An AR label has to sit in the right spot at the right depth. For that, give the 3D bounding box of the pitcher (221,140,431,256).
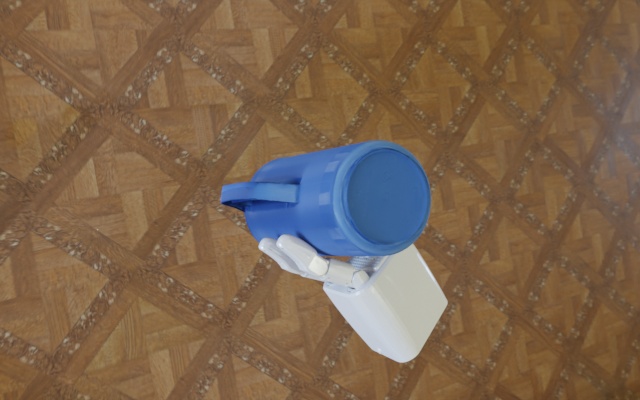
[{"bbox_3d":[0.000,0.002,0.536,0.149,0.145,0.243,-39,13,-22],"label":"pitcher"}]
